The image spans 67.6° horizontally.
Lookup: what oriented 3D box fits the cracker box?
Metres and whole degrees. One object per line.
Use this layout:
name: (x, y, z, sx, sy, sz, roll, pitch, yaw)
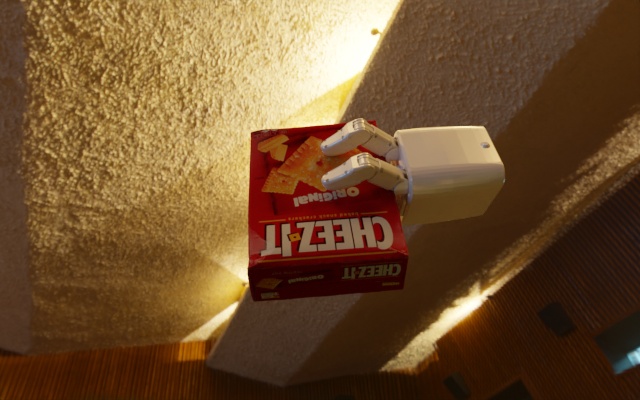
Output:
cracker box: (0.000, 0.002, 0.555, 0.164, 0.213, 0.072, -5, -42, -2)
